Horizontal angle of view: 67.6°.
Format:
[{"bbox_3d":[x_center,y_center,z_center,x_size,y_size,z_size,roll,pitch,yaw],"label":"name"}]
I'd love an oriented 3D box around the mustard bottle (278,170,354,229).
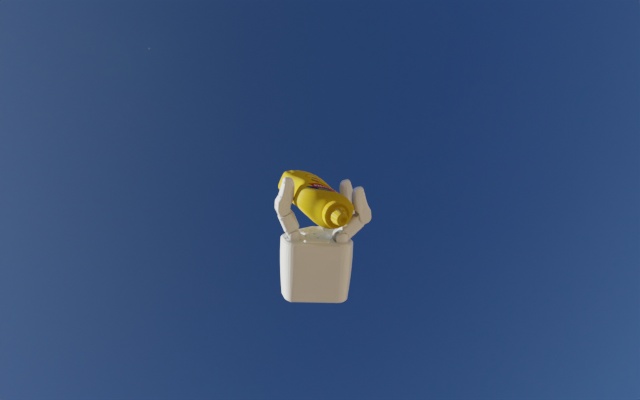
[{"bbox_3d":[0.000,0.002,0.768,0.096,0.058,0.191,22,8,-24],"label":"mustard bottle"}]
